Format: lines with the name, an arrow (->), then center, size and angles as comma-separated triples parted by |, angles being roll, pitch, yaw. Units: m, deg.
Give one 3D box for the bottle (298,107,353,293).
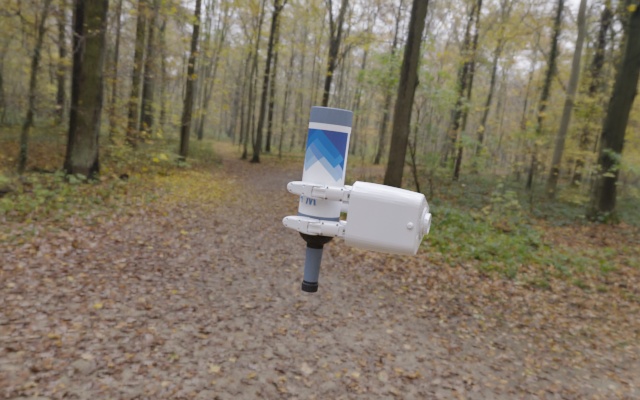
bottle -> 0.000, 0.002, 0.766 | 0.069, 0.296, 0.069 | 7, 7, -1
